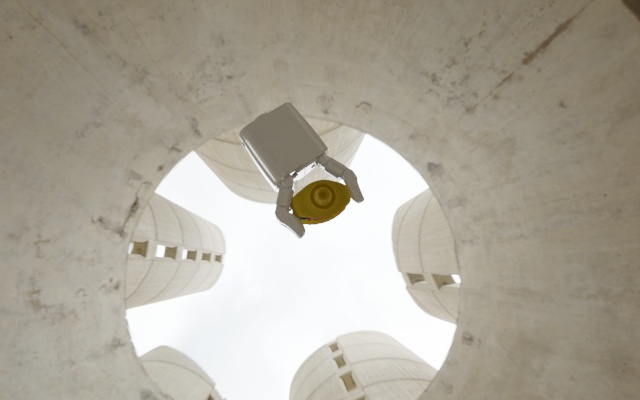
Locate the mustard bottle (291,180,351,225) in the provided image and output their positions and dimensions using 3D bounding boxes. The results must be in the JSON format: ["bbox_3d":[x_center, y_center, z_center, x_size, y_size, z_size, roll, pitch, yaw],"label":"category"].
[{"bbox_3d":[0.000,0.003,0.780,0.096,0.058,0.191,-12,-7,-4],"label":"mustard bottle"}]
